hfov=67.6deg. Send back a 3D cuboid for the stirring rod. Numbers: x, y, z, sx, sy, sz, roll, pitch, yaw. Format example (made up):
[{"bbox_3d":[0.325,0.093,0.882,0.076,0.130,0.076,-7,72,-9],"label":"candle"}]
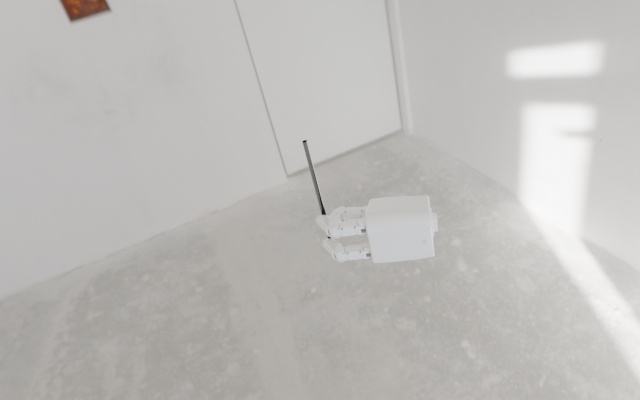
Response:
[{"bbox_3d":[0.000,0.003,0.825,0.011,0.240,0.011,-10,34,7],"label":"stirring rod"}]
